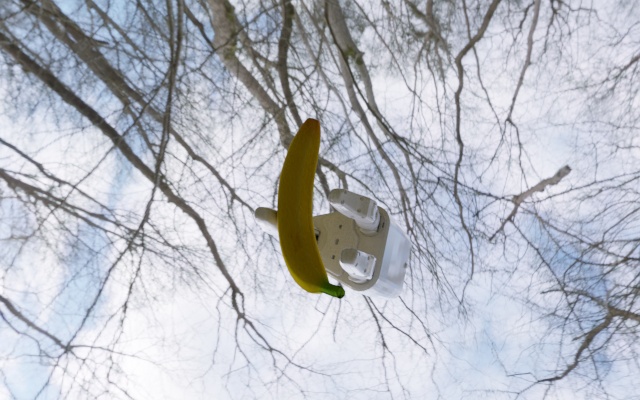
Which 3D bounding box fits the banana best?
[{"bbox_3d":[-0.015,0.011,0.482,0.069,0.197,0.037,-23,-29,26],"label":"banana"}]
